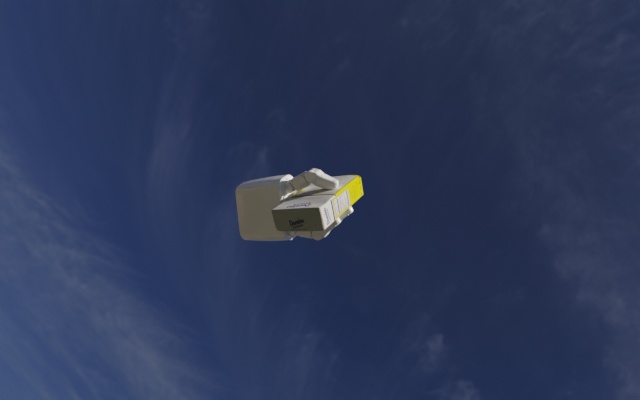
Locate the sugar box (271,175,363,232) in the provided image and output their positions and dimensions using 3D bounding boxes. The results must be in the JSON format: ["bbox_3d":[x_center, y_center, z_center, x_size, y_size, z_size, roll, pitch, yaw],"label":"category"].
[{"bbox_3d":[0.000,0.003,0.831,0.093,0.048,0.176,-3,21,29],"label":"sugar box"}]
